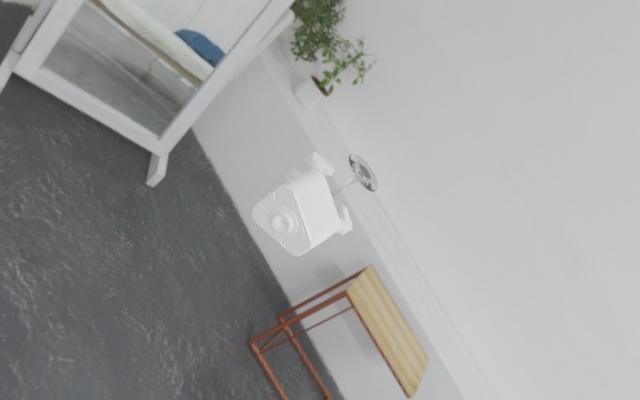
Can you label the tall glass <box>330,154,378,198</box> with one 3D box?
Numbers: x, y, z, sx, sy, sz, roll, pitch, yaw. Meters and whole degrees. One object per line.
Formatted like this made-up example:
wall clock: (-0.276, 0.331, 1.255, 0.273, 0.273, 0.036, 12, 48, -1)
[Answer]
tall glass: (0.001, 0.002, 0.847, 0.201, 0.079, 0.079, -35, -18, 28)
